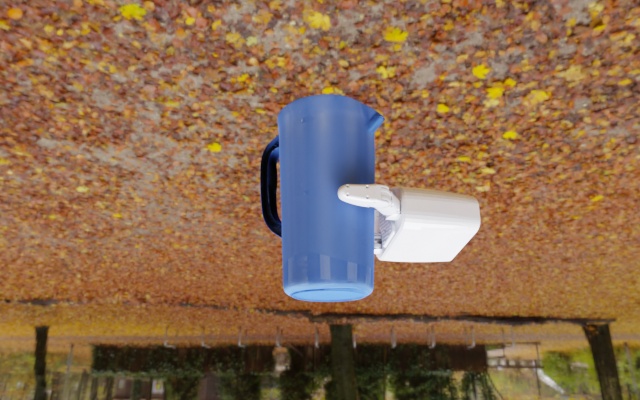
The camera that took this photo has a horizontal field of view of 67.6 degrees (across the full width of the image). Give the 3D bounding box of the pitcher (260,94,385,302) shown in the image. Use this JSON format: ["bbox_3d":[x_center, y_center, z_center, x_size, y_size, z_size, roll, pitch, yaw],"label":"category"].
[{"bbox_3d":[0.000,0.002,0.612,0.145,0.242,0.149,5,-20,-13],"label":"pitcher"}]
